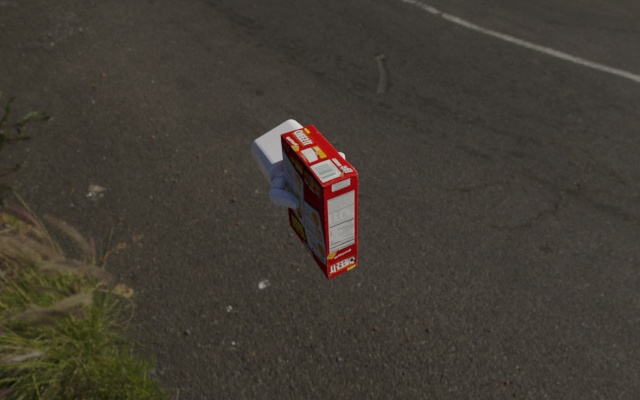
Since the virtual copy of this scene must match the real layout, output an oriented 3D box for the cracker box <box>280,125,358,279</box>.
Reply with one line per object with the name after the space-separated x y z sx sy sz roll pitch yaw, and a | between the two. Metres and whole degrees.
0.000 0.003 0.829 0.072 0.214 0.164 -20 43 -18 | cracker box
